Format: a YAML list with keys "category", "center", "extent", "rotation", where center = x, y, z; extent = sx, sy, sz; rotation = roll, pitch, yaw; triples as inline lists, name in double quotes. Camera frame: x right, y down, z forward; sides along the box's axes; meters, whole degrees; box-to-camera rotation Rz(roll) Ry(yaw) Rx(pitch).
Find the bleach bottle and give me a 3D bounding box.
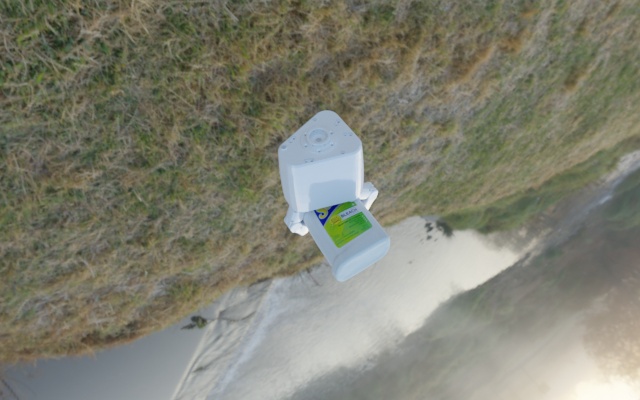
- category: "bleach bottle"
  center: [0.000, 0.003, 0.768]
  extent: [0.102, 0.250, 0.068]
  rotation: [-29, -31, -16]
